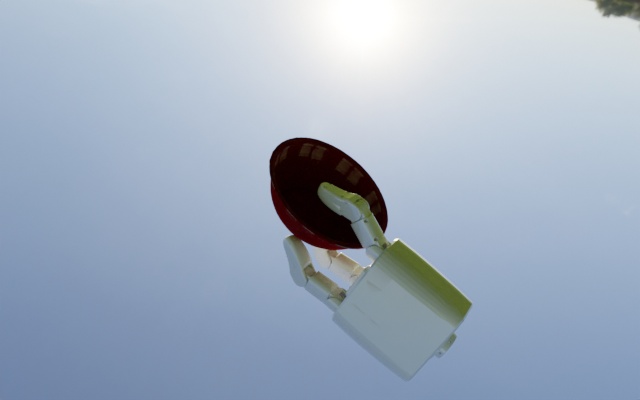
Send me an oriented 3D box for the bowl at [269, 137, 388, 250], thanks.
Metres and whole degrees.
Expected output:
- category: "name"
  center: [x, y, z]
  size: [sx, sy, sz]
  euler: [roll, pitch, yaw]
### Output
- category: "bowl"
  center: [-0.001, 0.001, 0.570]
  size: [0.162, 0.162, 0.055]
  euler: [0, -36, -40]
